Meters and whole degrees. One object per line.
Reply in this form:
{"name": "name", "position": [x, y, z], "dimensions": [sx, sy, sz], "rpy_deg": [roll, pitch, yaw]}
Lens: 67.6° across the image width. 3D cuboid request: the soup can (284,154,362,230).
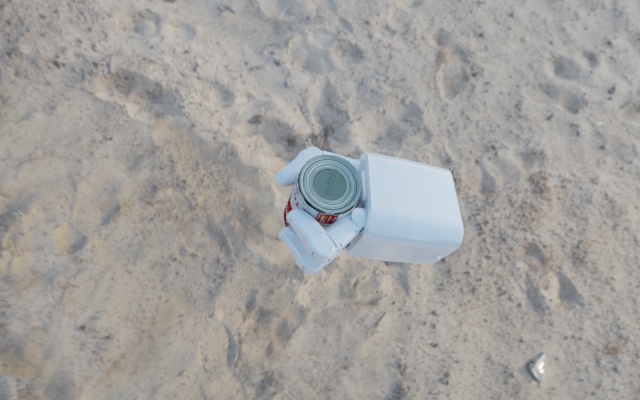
{"name": "soup can", "position": [0.000, 0.001, 0.521], "dimensions": [0.068, 0.068, 0.102], "rpy_deg": [0, -22, -13]}
